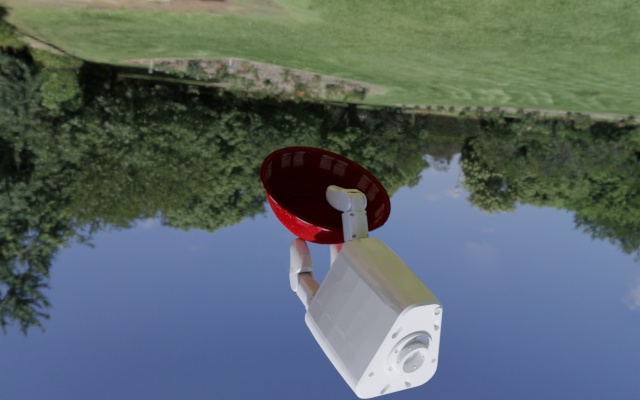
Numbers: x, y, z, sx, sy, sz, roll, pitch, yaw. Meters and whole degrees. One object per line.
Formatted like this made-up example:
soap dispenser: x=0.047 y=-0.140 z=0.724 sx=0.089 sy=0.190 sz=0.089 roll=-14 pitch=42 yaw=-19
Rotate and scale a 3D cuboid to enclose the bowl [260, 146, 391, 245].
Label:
bowl: x=0.000 y=0.001 z=0.576 sx=0.162 sy=0.055 sz=0.162 roll=14 pitch=36 yaw=-11
